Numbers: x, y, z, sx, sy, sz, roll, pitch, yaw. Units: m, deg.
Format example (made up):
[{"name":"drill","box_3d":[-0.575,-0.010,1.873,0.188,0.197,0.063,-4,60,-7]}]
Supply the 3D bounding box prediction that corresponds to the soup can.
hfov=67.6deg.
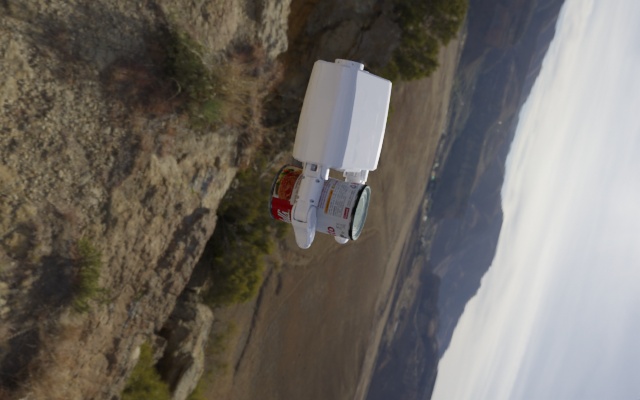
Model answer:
[{"name":"soup can","box_3d":[0.000,0.002,0.558,0.102,0.068,0.068,15,4,17]}]
